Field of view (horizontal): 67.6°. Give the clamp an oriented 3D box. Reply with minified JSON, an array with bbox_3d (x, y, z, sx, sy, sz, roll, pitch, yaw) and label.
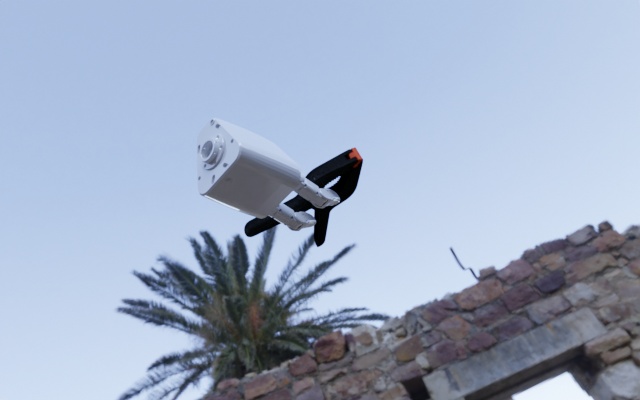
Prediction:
[{"bbox_3d":[0.000,0.001,0.760,0.210,0.036,0.164,-44,-38,22],"label":"clamp"}]
